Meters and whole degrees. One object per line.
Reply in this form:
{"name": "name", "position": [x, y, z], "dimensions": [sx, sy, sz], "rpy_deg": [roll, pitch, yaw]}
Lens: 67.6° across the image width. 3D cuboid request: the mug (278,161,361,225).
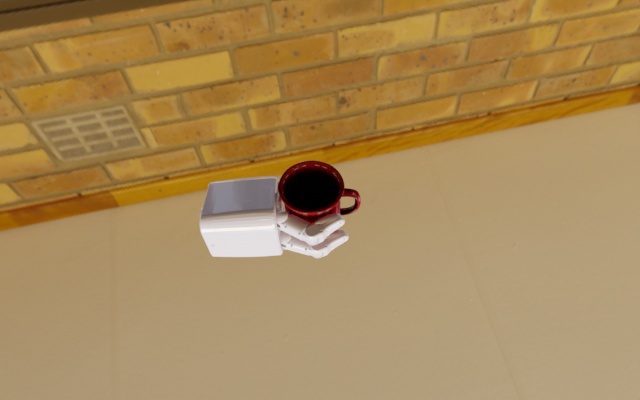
{"name": "mug", "position": [0.002, 0.002, 0.698], "dimensions": [0.117, 0.093, 0.082], "rpy_deg": [-2, -35, 1]}
